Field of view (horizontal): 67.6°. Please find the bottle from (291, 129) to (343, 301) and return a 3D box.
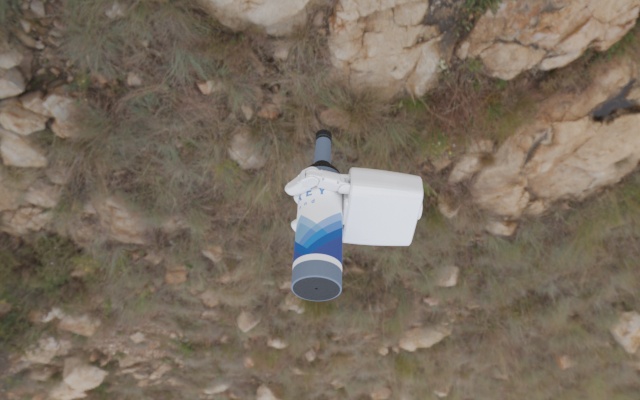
[{"bbox_3d":[0.000,0.003,0.713,0.069,0.295,0.069,2,-40,1],"label":"bottle"}]
